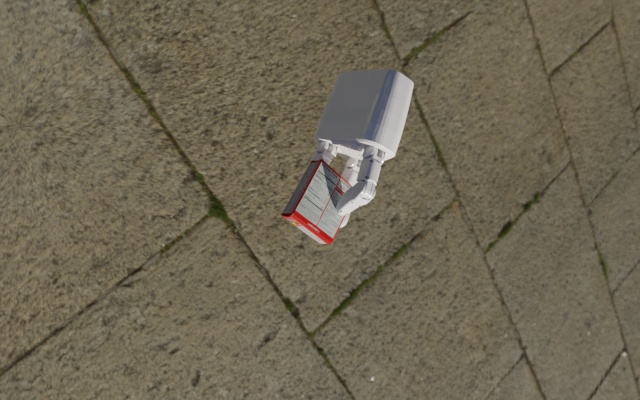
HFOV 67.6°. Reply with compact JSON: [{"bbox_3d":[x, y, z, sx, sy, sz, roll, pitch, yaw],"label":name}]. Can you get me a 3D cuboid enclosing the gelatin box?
[{"bbox_3d":[0.000,0.002,0.628,0.073,0.089,0.030,39,-24,-28],"label":"gelatin box"}]
